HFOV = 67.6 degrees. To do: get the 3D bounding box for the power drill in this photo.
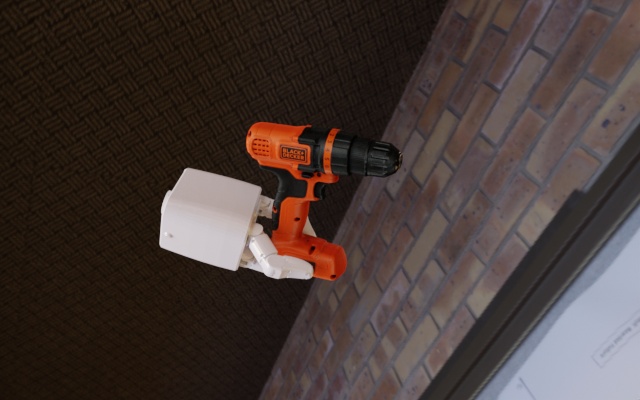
[{"bbox_3d":[0.000,0.002,0.581,0.184,0.188,0.057,12,26,18],"label":"power drill"}]
